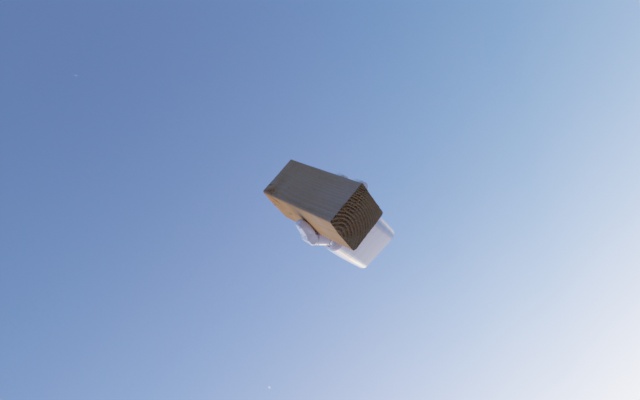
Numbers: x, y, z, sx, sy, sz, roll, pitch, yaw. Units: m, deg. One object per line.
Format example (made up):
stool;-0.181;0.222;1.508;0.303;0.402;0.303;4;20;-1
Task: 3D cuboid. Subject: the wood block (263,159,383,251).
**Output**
wood block;0.000;0.003;0.882;0.206;0.091;0.090;22;-22;48
